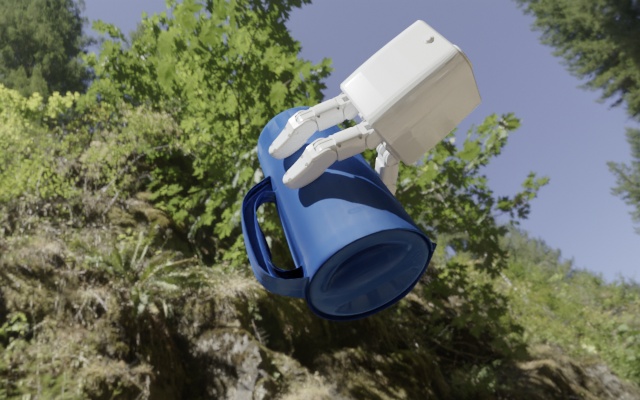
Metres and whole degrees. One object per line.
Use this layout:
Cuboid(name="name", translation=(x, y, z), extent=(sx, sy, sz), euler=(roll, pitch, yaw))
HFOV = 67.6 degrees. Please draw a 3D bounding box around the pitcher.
Cuboid(name="pitcher", translation=(0.000, 0.002, 0.530), extent=(0.145, 0.242, 0.149), euler=(-41, -44, 14))
